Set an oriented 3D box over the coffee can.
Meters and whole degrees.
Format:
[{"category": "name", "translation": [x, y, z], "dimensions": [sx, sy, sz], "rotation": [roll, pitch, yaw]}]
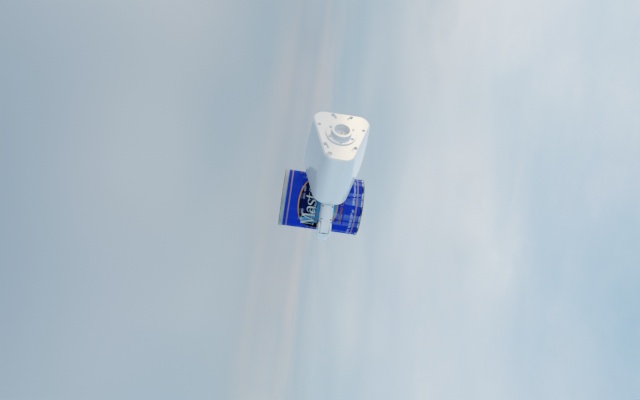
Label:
[{"category": "coffee can", "translation": [0.000, 0.003, 0.859], "dimensions": [0.140, 0.103, 0.103], "rotation": [8, -1, -4]}]
